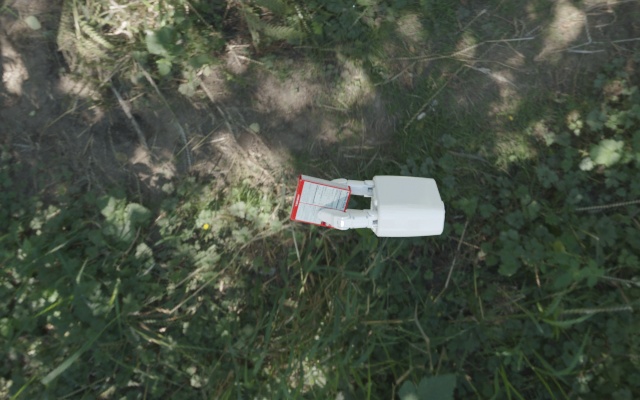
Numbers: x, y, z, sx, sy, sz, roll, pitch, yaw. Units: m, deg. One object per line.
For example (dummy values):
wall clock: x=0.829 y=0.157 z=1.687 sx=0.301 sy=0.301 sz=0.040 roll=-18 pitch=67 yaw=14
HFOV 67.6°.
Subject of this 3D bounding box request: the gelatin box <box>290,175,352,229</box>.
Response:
gelatin box: x=0.000 y=0.003 z=0.798 sx=0.089 sy=0.073 sz=0.030 roll=12 pitch=21 yaw=-9
